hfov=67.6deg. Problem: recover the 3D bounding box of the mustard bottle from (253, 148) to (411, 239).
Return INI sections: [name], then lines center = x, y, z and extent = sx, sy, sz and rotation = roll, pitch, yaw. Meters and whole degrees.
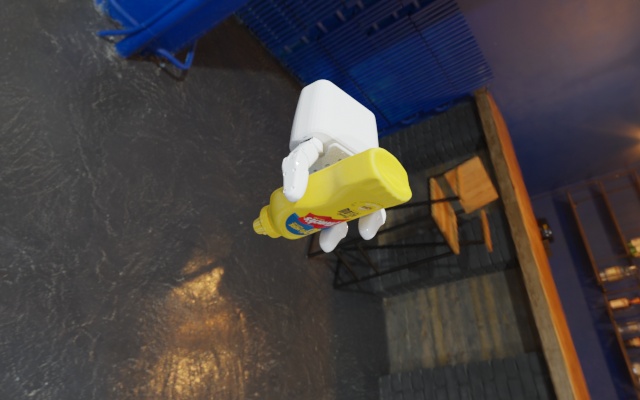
[mustard bottle]
center = 0.000, 0.002, 0.552
extent = 0.191, 0.058, 0.096
rotation = -21, -22, 27
